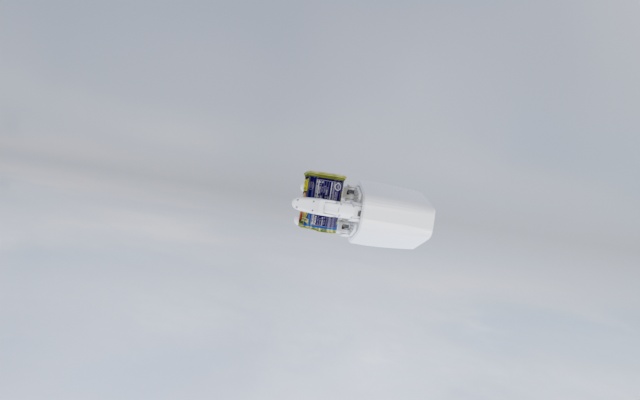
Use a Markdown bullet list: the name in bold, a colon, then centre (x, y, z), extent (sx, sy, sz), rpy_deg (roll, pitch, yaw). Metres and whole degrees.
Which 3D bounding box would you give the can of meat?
- **can of meat**: centre (0.000, 0.003, 0.715), extent (0.057, 0.084, 0.102), rpy_deg (8, 0, -6)
